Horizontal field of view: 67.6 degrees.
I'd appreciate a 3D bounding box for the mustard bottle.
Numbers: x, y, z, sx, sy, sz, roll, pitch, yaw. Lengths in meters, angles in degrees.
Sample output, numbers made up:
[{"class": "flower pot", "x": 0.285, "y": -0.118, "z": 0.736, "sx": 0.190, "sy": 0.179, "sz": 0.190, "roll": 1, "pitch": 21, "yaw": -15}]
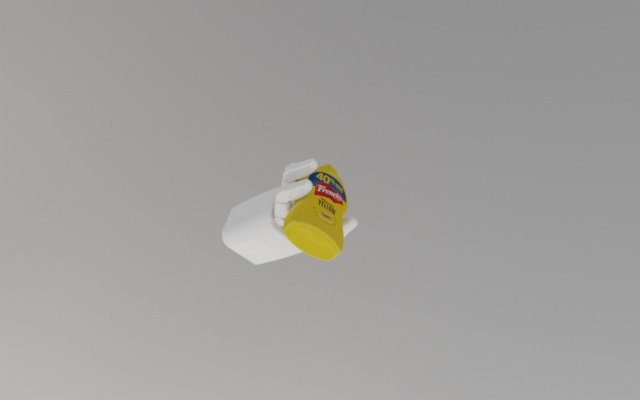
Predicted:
[{"class": "mustard bottle", "x": 0.000, "y": 0.003, "z": 0.779, "sx": 0.096, "sy": 0.191, "sz": 0.058, "roll": 33, "pitch": -53, "yaw": -17}]
